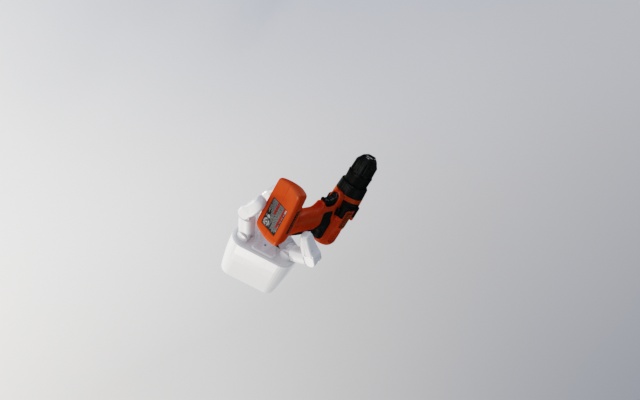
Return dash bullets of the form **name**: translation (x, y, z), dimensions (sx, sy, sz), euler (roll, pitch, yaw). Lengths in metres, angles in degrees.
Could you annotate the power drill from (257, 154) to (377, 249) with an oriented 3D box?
- **power drill**: translation (0.000, 0.003, 0.771), dimensions (0.187, 0.184, 0.057), euler (-2, 38, -50)
